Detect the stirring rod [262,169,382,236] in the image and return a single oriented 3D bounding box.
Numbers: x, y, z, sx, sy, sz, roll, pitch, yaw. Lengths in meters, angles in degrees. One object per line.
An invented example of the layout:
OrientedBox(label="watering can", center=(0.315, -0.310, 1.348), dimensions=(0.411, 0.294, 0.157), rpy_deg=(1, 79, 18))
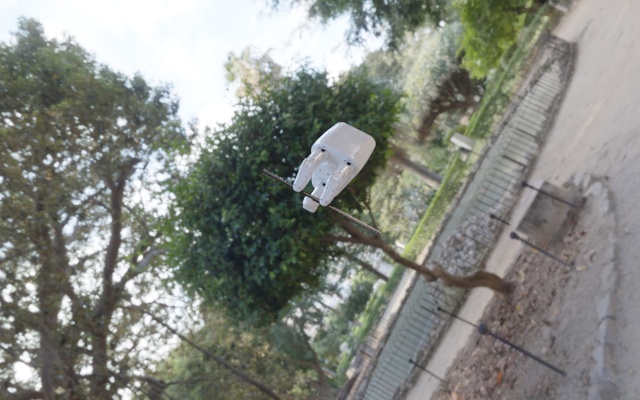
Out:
OrientedBox(label="stirring rod", center=(0.000, 0.003, 0.848), dimensions=(0.239, 0.011, 0.011), rpy_deg=(28, 5, 9))
